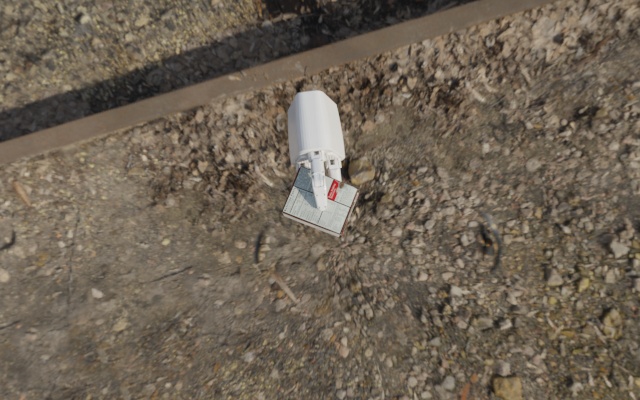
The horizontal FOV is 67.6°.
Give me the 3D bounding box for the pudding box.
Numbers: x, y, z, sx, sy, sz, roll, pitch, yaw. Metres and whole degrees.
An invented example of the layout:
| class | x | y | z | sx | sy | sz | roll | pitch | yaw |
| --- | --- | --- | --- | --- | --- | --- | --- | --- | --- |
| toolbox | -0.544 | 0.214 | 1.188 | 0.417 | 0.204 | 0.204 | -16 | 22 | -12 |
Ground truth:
| class | x | y | z | sx | sy | sz | roll | pitch | yaw |
| --- | --- | --- | --- | --- | --- | --- | --- | --- | --- |
| pudding box | 0.000 | 0.003 | 0.825 | 0.113 | 0.090 | 0.039 | 21 | -9 | 7 |
